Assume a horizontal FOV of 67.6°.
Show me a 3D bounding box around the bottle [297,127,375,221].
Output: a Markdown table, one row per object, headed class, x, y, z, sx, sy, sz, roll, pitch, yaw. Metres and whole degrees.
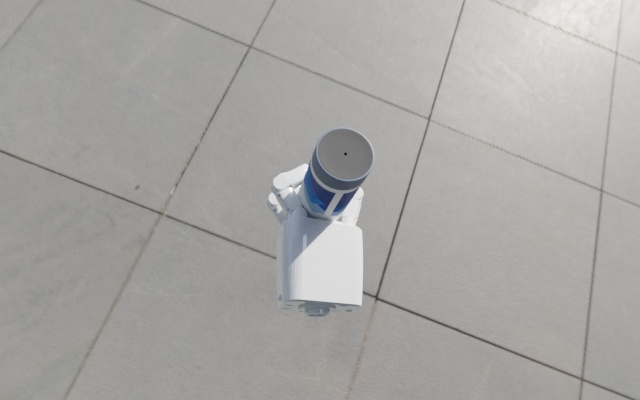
| class | x | y | z | sx | sy | sz | roll | pitch | yaw |
| --- | --- | --- | --- | --- | --- | --- | --- | --- | --- |
| bottle | 0.000 | 0.002 | 0.651 | 0.069 | 0.069 | 0.296 | 0 | -21 | -11 |
